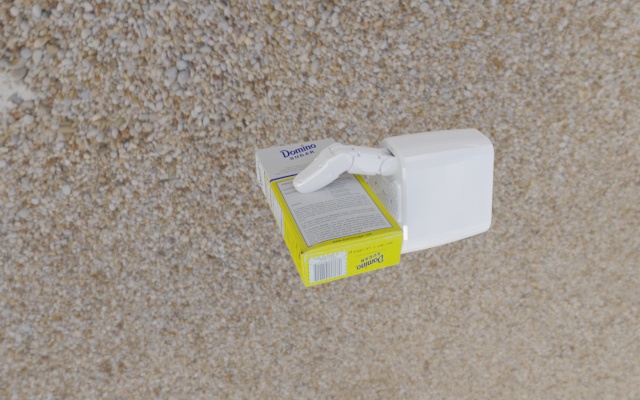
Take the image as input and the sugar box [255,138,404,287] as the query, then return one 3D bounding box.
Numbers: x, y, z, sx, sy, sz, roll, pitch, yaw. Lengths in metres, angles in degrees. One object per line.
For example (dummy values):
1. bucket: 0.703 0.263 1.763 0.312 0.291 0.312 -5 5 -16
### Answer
1. sugar box: 0.000 0.002 0.474 0.093 0.048 0.176 -11 35 -15
